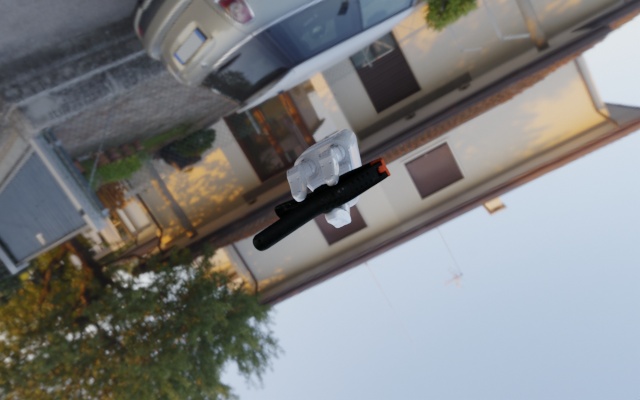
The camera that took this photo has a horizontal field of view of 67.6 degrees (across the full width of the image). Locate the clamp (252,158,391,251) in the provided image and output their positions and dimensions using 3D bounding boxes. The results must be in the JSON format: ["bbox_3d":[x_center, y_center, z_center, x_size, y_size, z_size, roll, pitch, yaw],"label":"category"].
[{"bbox_3d":[0.001,0.003,0.689,0.210,0.036,0.164,-26,12,19],"label":"clamp"}]
